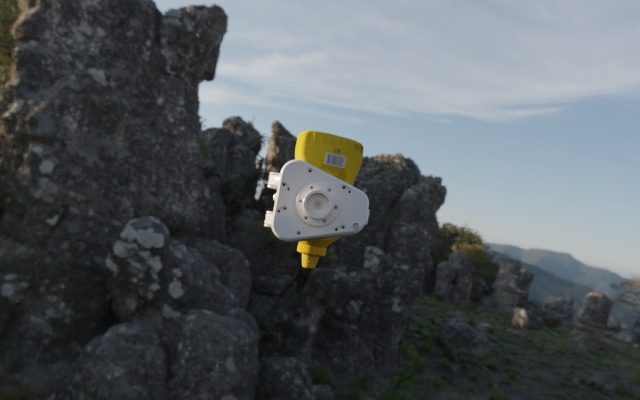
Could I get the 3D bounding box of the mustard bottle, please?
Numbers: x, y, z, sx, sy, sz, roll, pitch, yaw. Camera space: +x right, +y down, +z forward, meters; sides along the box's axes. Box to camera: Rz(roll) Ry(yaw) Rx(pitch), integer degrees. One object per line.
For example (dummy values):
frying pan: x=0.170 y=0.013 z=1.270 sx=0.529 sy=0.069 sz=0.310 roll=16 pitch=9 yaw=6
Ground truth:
mustard bottle: x=0.000 y=0.002 z=0.686 sx=0.096 sy=0.191 sz=0.058 roll=11 pitch=-3 yaw=-24
